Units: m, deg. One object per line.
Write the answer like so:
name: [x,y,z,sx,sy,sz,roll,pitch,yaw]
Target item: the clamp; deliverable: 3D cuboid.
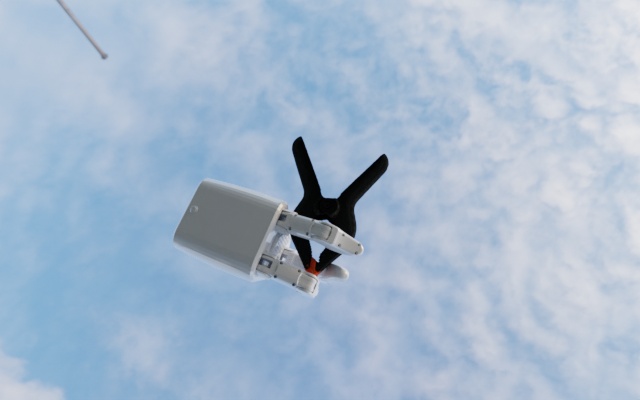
clamp: [0.000,0.002,0.573,0.120,0.171,0.039,19,-18,13]
